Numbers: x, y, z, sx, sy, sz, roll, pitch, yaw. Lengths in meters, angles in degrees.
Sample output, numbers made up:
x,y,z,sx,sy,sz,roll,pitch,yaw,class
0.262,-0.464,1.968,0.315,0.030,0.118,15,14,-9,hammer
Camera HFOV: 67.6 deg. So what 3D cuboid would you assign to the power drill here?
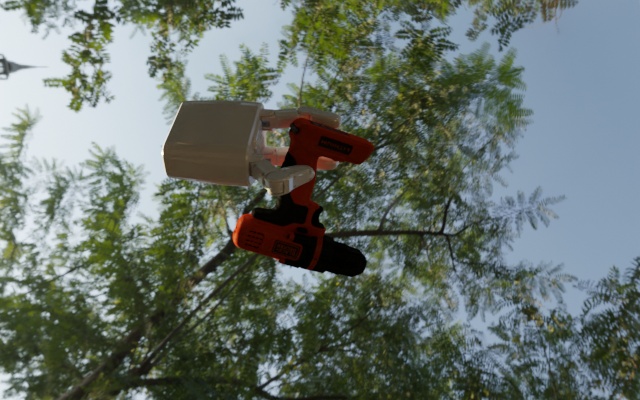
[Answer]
x,y,z,sx,sy,sz,roll,pitch,yaw,class
0.000,0.001,0.613,0.184,0.188,0.057,17,13,-17,power drill
